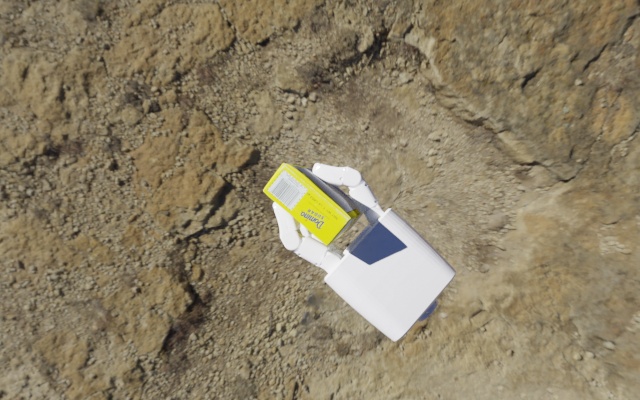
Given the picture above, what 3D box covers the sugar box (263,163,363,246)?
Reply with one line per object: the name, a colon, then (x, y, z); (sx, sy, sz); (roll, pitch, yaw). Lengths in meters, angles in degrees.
sugar box: (0.000, 0.002, 0.577); (0.093, 0.048, 0.176); (41, 5, 8)
